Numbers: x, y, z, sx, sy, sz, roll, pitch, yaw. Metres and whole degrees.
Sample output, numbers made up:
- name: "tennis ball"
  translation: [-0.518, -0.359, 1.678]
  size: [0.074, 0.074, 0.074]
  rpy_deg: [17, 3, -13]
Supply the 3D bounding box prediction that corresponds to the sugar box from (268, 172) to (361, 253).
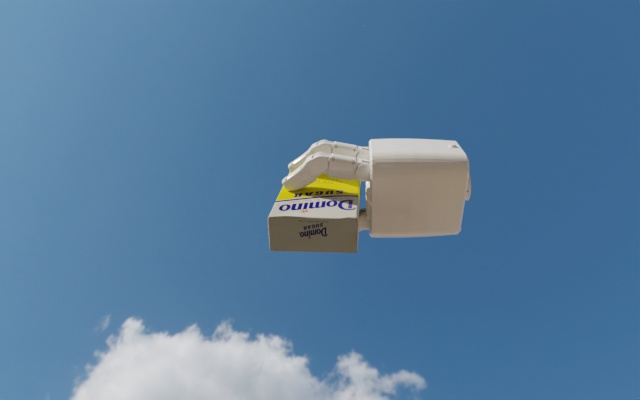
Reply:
- name: "sugar box"
  translation: [0.000, 0.001, 0.559]
  size: [0.093, 0.048, 0.176]
  rpy_deg: [1, 20, 5]
